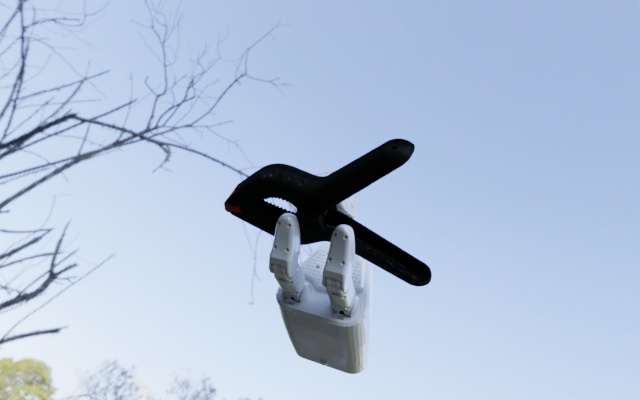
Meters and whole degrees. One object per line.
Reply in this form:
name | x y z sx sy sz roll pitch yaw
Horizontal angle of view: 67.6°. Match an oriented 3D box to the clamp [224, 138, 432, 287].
clamp | 0.000 0.001 0.441 0.210 0.165 0.036 12 46 21
